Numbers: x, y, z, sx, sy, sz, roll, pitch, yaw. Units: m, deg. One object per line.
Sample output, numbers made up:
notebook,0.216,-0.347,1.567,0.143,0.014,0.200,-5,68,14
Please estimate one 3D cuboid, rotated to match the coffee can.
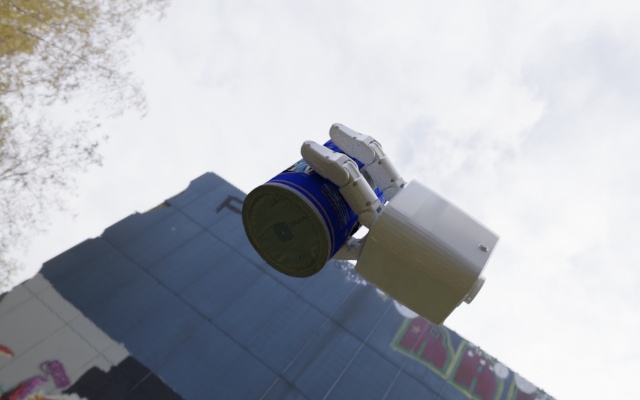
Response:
coffee can,0.000,0.002,0.511,0.103,0.103,0.140,0,26,36
